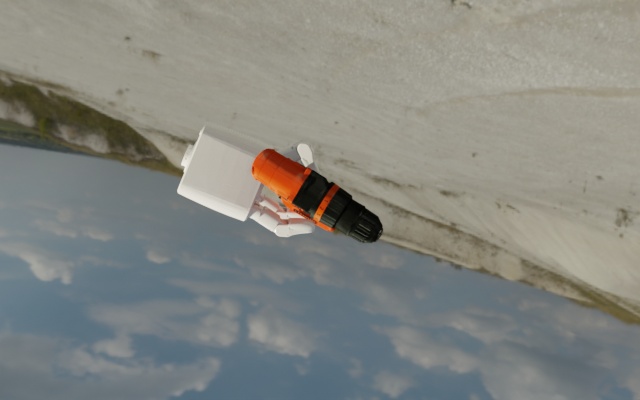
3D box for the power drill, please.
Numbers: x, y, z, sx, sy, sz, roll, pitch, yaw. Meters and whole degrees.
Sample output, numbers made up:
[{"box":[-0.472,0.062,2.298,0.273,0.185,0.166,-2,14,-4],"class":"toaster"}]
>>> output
[{"box":[0.000,0.002,0.666,0.184,0.057,0.188,34,-5,5],"class":"power drill"}]
